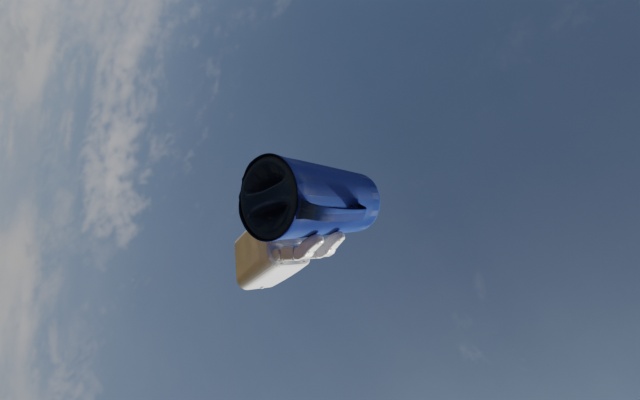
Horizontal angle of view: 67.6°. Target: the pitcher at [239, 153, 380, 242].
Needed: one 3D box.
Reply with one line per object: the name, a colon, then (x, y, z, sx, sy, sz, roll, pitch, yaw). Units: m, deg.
pitcher: (0.000, 0.003, 0.794, 0.243, 0.149, 0.145, 3, -35, -49)
